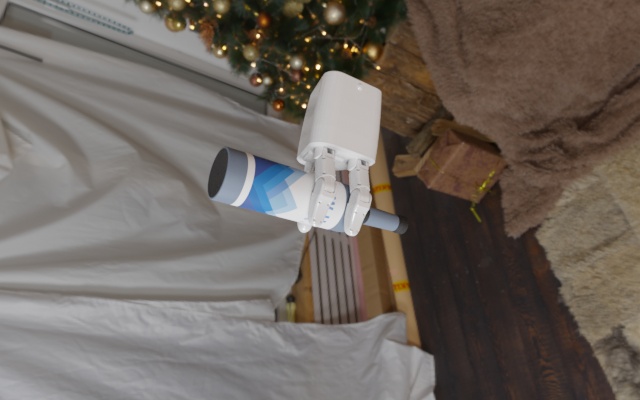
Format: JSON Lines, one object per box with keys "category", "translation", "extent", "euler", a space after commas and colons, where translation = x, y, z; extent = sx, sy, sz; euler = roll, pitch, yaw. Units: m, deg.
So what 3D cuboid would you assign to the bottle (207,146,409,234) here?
{"category": "bottle", "translation": [0.000, 0.002, 0.644], "extent": [0.296, 0.069, 0.069], "euler": [16, -8, -29]}
